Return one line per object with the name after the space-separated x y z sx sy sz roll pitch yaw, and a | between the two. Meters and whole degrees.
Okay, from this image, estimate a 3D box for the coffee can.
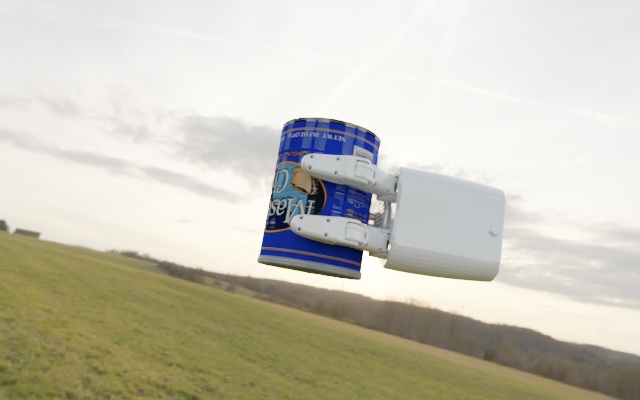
0.000 0.002 0.477 0.103 0.140 0.103 9 -11 2 | coffee can
